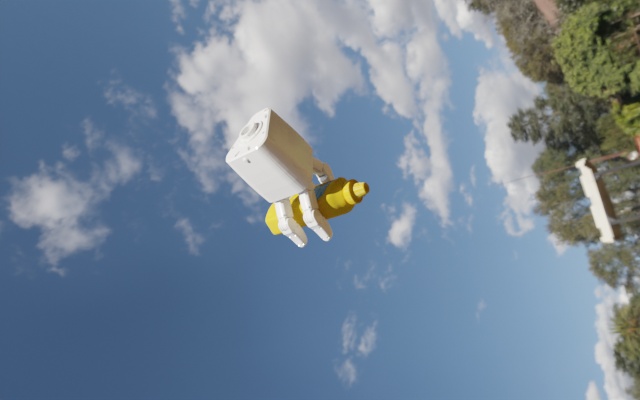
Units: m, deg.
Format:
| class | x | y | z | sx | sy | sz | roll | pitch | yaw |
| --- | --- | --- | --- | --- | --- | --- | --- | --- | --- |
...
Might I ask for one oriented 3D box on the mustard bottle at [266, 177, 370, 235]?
| class | x | y | z | sx | sy | sz | roll | pitch | yaw |
| --- | --- | --- | --- | --- | --- | --- | --- | --- | --- |
| mustard bottle | 0.000 | 0.003 | 0.812 | 0.191 | 0.058 | 0.096 | -18 | 18 | 37 |
